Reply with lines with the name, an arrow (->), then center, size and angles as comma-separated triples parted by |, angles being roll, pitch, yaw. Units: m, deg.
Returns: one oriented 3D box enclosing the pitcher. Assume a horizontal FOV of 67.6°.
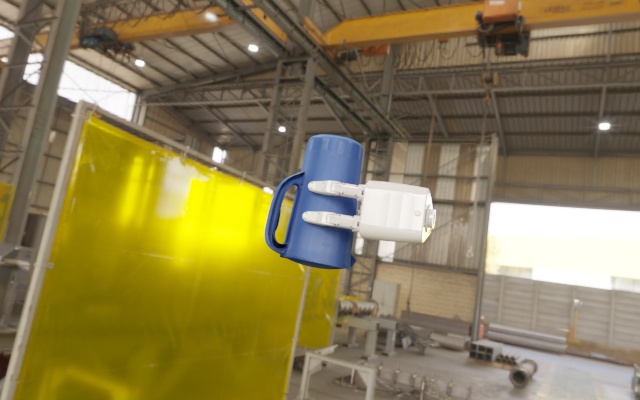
pitcher -> 0.000, 0.003, 0.892 | 0.145, 0.243, 0.149 | 7, -9, 22
